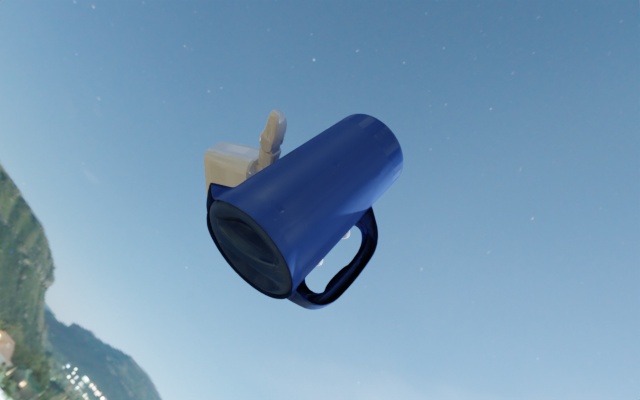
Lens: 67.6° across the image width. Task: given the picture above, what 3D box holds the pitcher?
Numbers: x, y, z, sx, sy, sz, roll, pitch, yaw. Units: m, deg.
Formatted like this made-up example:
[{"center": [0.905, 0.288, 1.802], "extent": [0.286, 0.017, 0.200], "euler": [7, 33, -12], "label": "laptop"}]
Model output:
[{"center": [0.000, 0.002, 0.575], "extent": [0.145, 0.149, 0.242], "euler": [18, 45, 39], "label": "pitcher"}]
